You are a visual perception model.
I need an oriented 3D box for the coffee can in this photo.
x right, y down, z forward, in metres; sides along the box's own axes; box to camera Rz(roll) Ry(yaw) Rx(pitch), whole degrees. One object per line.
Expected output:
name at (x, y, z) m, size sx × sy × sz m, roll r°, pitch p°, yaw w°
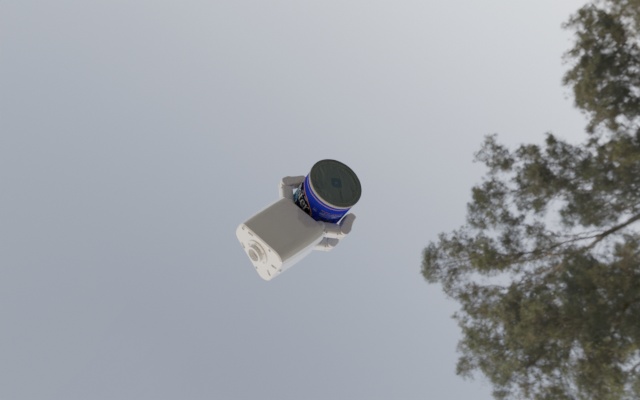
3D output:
coffee can at (0.000, 0.003, 0.900) m, size 0.103 × 0.102 × 0.140 m, roll 0°, pitch -30°, yaw -28°
